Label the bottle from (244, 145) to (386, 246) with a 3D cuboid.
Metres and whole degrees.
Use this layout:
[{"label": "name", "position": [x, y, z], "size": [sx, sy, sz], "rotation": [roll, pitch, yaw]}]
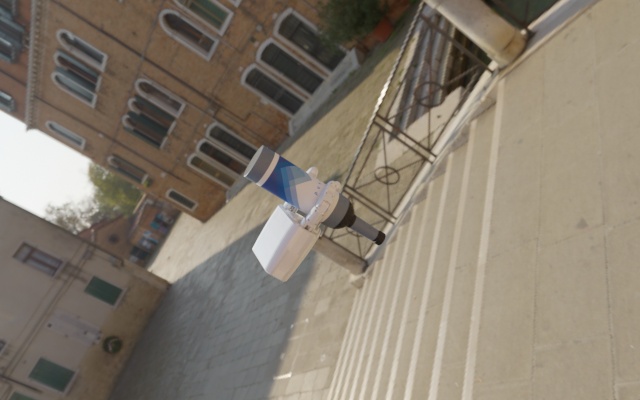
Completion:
[{"label": "bottle", "position": [0.000, 0.003, 0.896], "size": [0.296, 0.069, 0.069], "rotation": [32, -10, -17]}]
